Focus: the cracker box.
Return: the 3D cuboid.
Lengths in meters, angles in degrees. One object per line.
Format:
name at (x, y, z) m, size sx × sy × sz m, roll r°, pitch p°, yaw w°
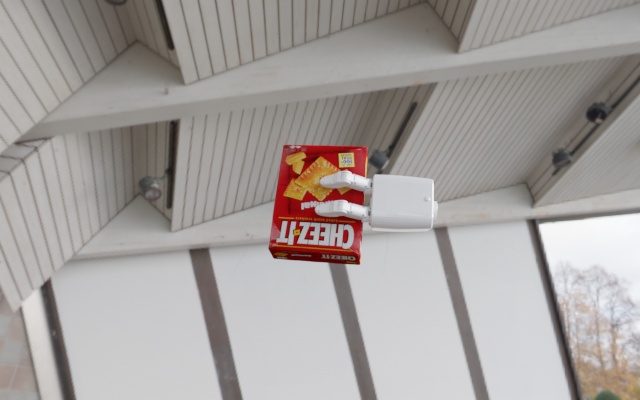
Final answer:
cracker box at (0.000, 0.003, 0.885) m, size 0.164 × 0.213 × 0.072 m, roll 3°, pitch -23°, yaw 8°
